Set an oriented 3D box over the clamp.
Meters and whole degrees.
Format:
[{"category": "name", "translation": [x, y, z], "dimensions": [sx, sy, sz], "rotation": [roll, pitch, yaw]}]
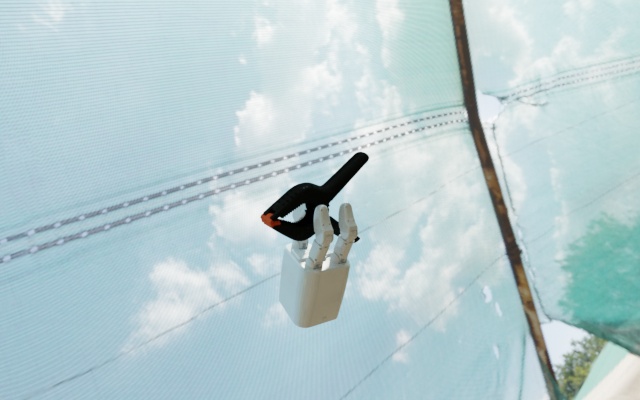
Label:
[{"category": "clamp", "translation": [-0.001, 0.003, 0.764], "dimensions": [0.210, 0.164, 0.036], "rotation": [-5, 21, -42]}]
